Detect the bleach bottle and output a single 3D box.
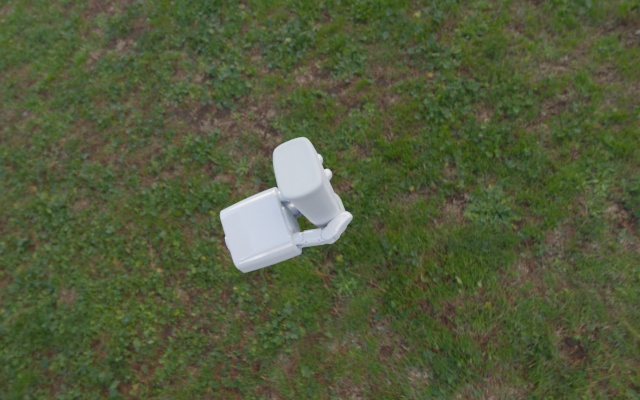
[{"bbox_3d":[0.000,0.002,0.789,0.068,0.102,0.251,-21,-30,8],"label":"bleach bottle"}]
